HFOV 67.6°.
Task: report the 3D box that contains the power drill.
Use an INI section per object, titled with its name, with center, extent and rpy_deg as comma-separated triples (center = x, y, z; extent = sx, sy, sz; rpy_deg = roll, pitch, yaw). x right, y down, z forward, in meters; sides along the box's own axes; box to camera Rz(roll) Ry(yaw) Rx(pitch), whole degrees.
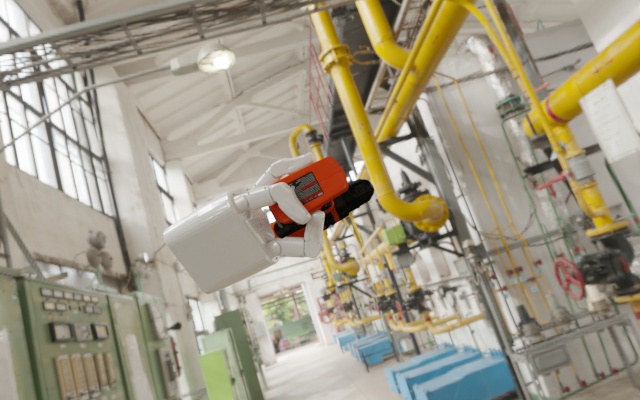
[power drill]
center = 0.000, 0.002, 0.689
extent = 0.184, 0.057, 0.188
rpy_deg = -30, -15, -5
